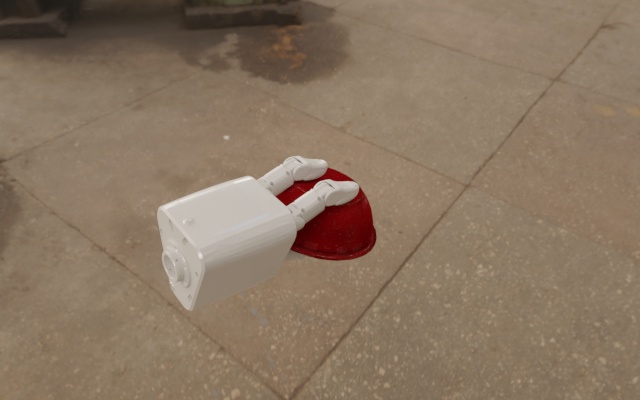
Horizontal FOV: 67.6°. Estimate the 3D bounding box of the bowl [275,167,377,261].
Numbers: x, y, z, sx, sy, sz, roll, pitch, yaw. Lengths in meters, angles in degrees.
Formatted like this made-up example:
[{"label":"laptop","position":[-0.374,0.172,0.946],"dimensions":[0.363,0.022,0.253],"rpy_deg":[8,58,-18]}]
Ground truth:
[{"label":"bowl","position":[0.001,0.001,0.582],"dimensions":[0.162,0.055,0.162],"rpy_deg":[14,28,-8]}]
